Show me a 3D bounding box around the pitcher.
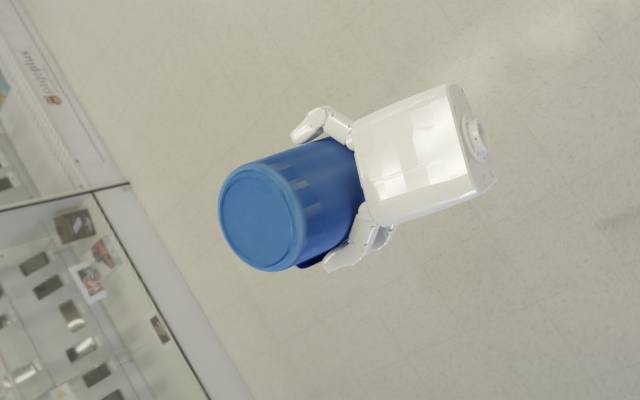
[{"bbox_3d":[0.000,0.002,0.547,0.145,0.149,0.243,-20,2,35],"label":"pitcher"}]
